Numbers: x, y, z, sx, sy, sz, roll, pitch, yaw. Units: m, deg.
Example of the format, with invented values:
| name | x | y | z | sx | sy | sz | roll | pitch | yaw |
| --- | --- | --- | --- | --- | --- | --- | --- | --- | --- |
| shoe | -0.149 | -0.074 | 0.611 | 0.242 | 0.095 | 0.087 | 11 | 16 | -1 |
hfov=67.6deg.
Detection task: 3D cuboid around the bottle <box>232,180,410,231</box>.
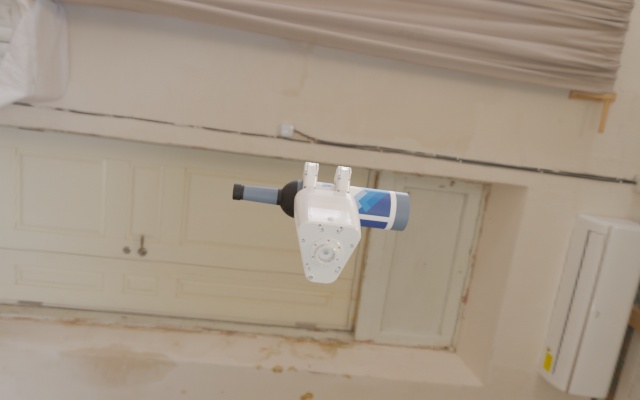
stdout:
| name | x | y | z | sx | sy | sz | roll | pitch | yaw |
| --- | --- | --- | --- | --- | --- | --- | --- | --- | --- |
| bottle | 0.000 | 0.003 | 0.811 | 0.296 | 0.069 | 0.069 | 7 | -1 | -6 |
